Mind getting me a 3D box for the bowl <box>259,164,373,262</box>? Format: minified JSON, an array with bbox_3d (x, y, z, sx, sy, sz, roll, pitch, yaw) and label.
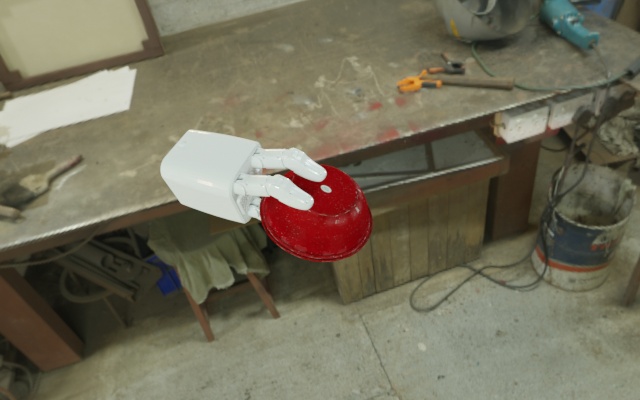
[{"bbox_3d":[0.002,0.002,0.651,0.162,0.162,0.055,0,-40,-15],"label":"bowl"}]
